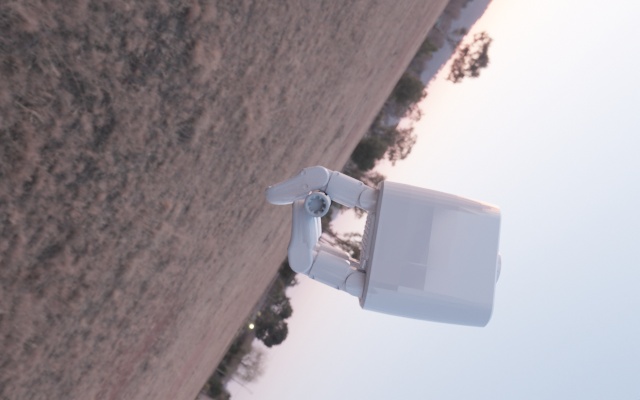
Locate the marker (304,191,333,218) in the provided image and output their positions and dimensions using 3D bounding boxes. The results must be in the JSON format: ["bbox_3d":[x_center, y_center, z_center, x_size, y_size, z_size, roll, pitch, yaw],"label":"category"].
[{"bbox_3d":[0.000,0.001,0.411,0.020,0.020,0.121,0,2,3],"label":"marker"}]
